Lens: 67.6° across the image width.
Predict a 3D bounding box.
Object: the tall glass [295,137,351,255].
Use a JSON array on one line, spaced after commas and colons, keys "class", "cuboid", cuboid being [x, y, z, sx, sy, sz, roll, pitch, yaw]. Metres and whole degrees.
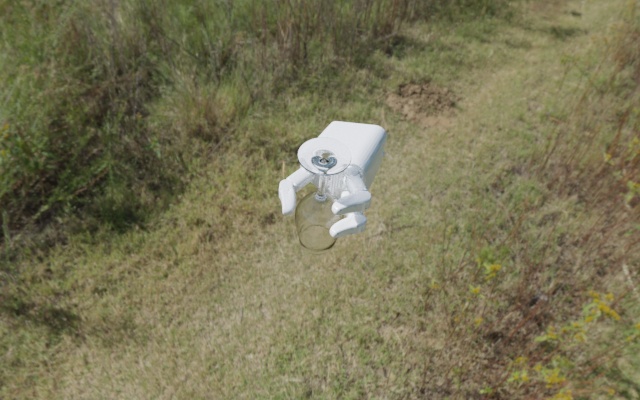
[{"class": "tall glass", "cuboid": [0.000, 0.002, 0.730, 0.079, 0.079, 0.201, 0, -40, -4]}]
